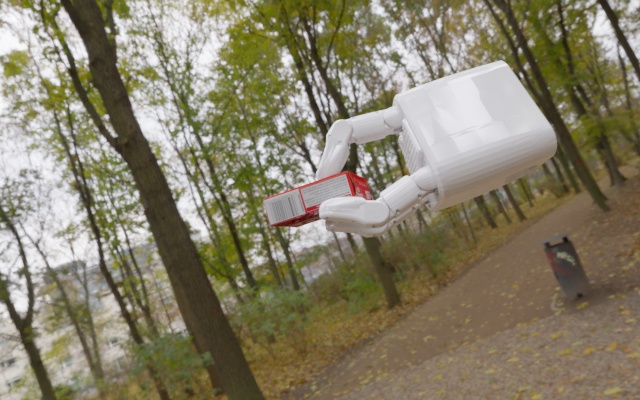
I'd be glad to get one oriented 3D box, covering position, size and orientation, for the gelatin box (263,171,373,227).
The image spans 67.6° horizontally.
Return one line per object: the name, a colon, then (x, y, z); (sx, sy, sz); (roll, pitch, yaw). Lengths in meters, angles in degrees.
gelatin box: (0.000, 0.001, 0.465); (0.089, 0.030, 0.073); (-18, -8, 15)
